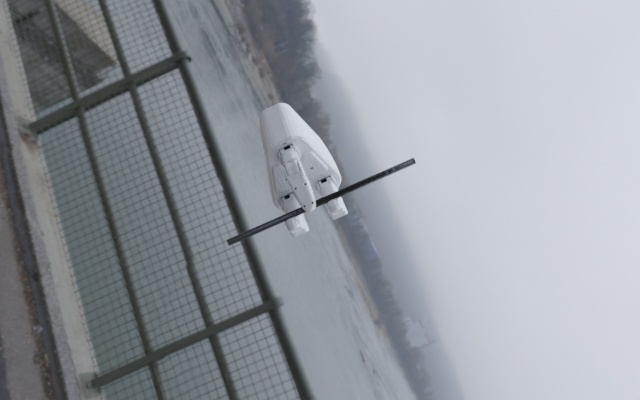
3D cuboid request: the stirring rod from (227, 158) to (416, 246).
[{"bbox_3d":[0.000,0.002,0.564,0.239,0.011,0.011,-24,-1,2],"label":"stirring rod"}]
